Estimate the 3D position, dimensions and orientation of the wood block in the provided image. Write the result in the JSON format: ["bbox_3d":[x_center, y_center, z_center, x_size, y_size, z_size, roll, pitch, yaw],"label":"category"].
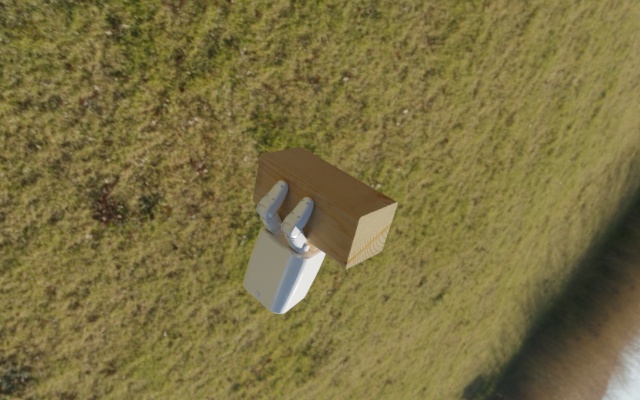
[{"bbox_3d":[0.000,0.003,0.730,0.206,0.090,0.091,33,33,33],"label":"wood block"}]
